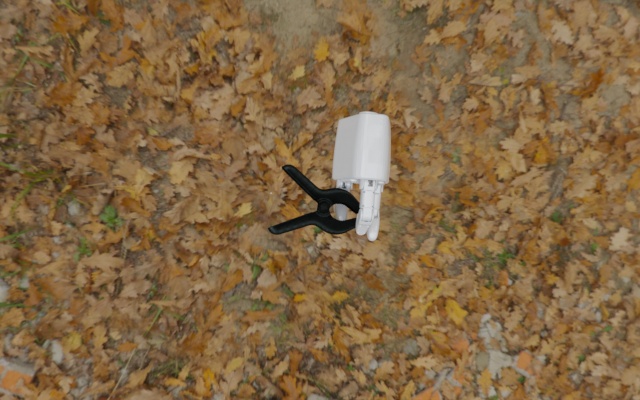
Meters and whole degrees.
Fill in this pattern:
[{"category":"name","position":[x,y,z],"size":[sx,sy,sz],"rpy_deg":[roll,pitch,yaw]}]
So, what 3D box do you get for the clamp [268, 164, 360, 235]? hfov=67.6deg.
[{"category":"clamp","position":[0.000,0.003,0.809],"size":[0.171,0.120,0.039],"rpy_deg":[4,0,-6]}]
